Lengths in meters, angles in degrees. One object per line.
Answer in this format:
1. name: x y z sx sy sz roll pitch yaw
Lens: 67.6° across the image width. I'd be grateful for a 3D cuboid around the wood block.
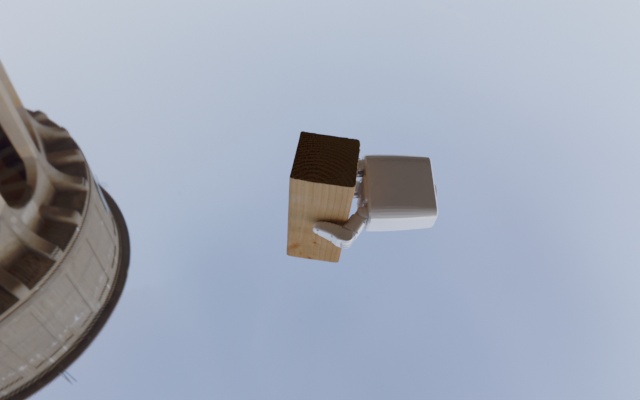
1. wood block: 0.000 0.003 0.735 0.090 0.090 0.206 9 -37 1
